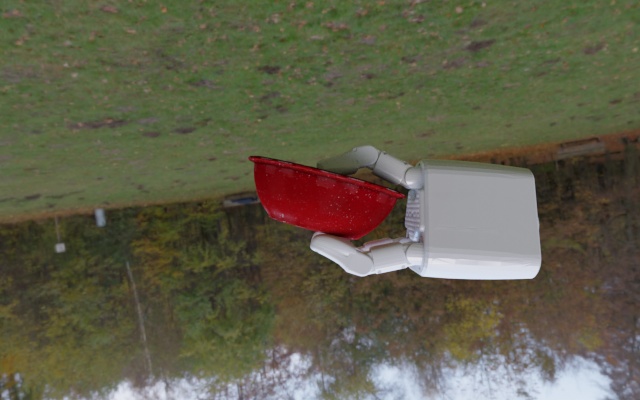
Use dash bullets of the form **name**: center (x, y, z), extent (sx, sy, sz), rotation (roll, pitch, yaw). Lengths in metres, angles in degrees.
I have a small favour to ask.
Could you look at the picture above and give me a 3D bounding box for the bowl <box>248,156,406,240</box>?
- **bowl**: center (-0.001, 0.002, 0.480), extent (0.162, 0.055, 0.162), rotation (15, -1, 0)
